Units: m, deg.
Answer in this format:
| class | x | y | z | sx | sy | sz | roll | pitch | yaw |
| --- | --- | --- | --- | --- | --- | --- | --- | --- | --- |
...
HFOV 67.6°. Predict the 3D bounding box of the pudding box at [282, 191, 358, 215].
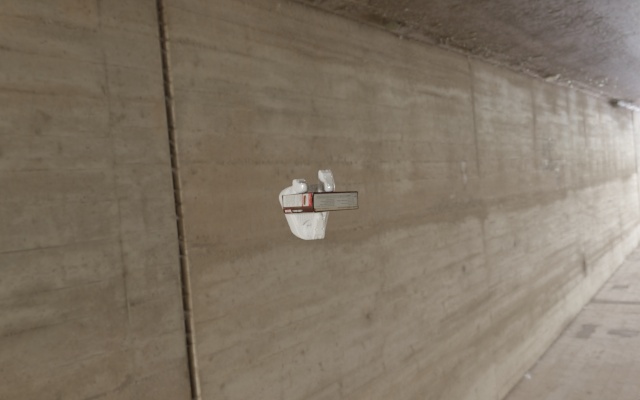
| class | x | y | z | sx | sy | sz | roll | pitch | yaw |
| --- | --- | --- | --- | --- | --- | --- | --- | --- | --- |
| pudding box | 0.000 | 0.003 | 0.876 | 0.113 | 0.039 | 0.090 | -5 | 0 | -41 |
